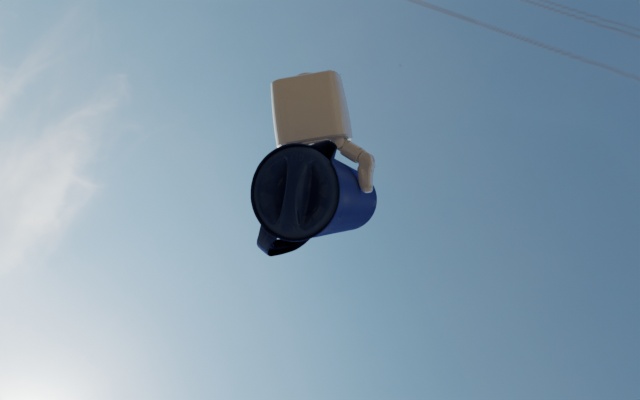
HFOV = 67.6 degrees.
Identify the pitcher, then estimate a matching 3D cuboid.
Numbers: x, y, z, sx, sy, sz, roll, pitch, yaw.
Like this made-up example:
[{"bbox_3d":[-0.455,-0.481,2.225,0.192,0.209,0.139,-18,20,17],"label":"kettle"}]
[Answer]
[{"bbox_3d":[0.000,0.002,0.746,0.149,0.145,0.243,-12,-7,21],"label":"pitcher"}]
